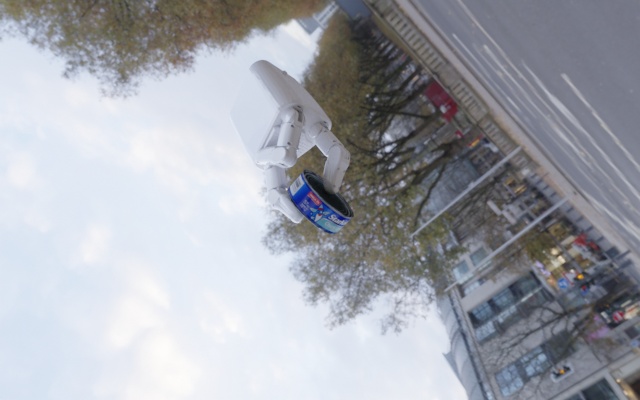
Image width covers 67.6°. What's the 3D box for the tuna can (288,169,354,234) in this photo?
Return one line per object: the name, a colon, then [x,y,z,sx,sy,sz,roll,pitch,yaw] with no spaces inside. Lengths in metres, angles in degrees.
tuna can: [0.000,0.002,0.606,0.086,0.034,0.086,40,15,-13]
